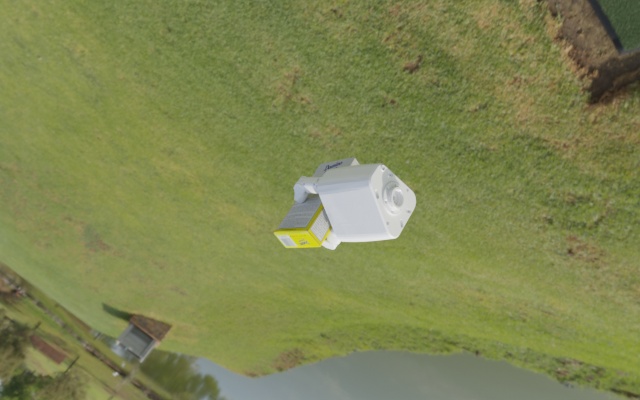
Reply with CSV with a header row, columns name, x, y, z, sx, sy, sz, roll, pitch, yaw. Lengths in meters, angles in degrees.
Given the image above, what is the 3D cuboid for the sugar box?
name,x,y,z,sx,sy,sz,roll,pitch,yaw
sugar box,0.000,0.003,0.830,0.093,0.048,0.176,-6,39,47
